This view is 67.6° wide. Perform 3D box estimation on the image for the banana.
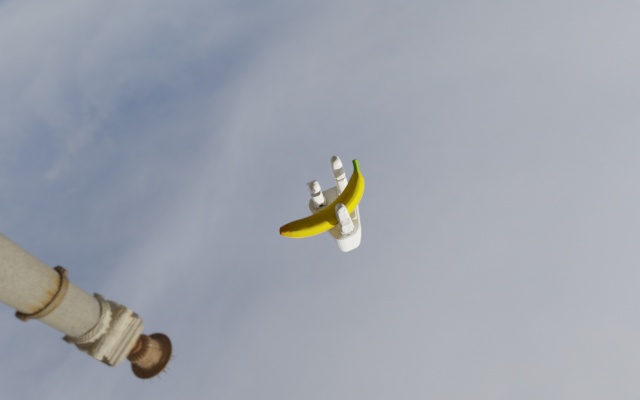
[{"bbox_3d":[0.015,0.014,0.882,0.198,0.069,0.037,-43,-4,-7],"label":"banana"}]
